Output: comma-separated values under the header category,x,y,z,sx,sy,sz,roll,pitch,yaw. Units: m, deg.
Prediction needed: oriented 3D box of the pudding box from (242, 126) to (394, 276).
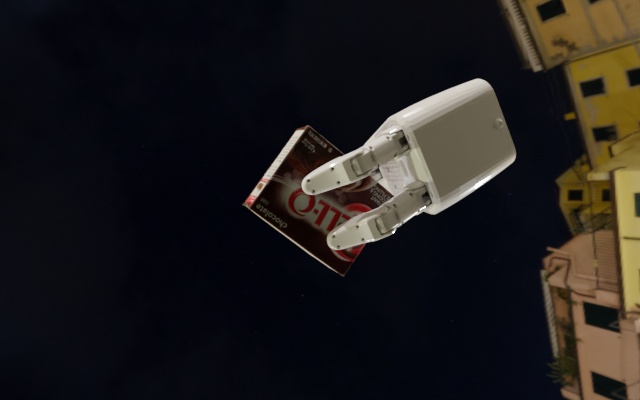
category,x,y,z,sx,sy,sz,roll,pitch,yaw
pudding box,0.000,0.001,0.439,0.113,0.090,0.039,37,-10,-17
